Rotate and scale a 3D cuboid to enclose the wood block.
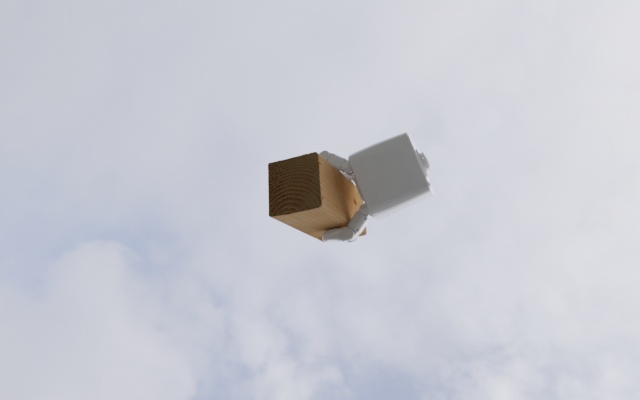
[{"bbox_3d":[0.001,0.003,0.808,0.090,0.090,0.206,-11,-20,22],"label":"wood block"}]
